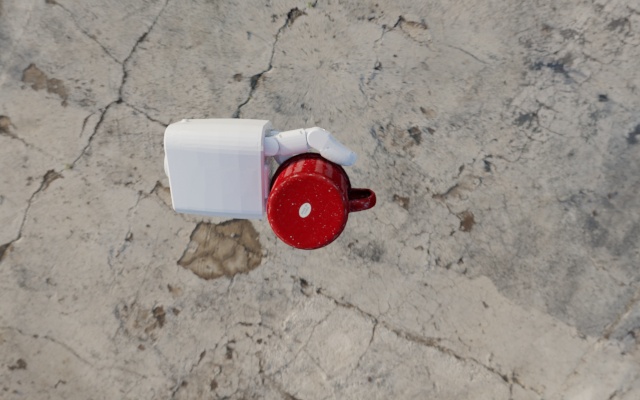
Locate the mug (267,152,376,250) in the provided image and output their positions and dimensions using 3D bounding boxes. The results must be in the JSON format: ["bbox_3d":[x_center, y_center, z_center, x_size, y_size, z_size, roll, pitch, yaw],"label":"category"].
[{"bbox_3d":[0.002,0.002,0.501,0.117,0.093,0.081,0,15,1],"label":"mug"}]
